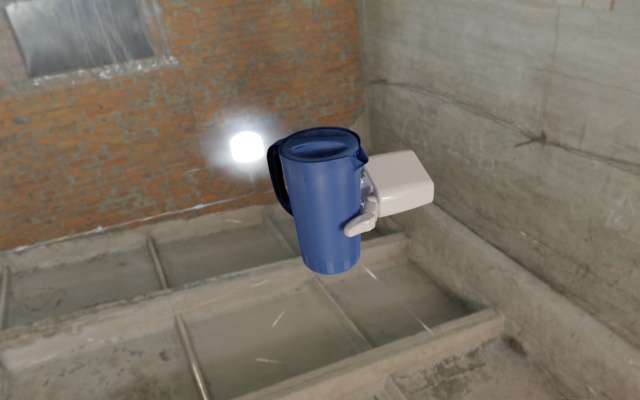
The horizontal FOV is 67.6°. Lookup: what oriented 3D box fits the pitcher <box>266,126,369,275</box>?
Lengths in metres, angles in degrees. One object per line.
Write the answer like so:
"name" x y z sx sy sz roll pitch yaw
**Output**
"pitcher" 0.000 0.003 0.824 0.145 0.243 0.149 -13 33 -11
